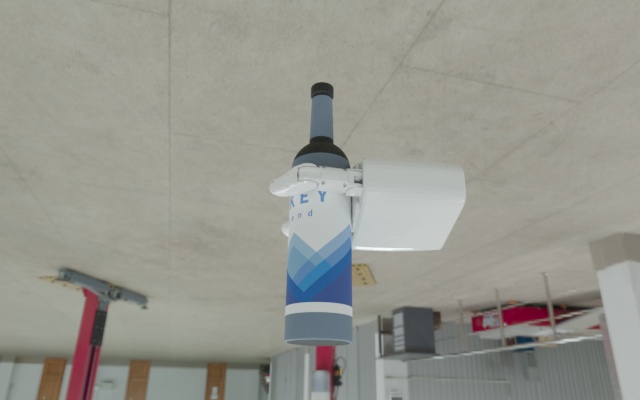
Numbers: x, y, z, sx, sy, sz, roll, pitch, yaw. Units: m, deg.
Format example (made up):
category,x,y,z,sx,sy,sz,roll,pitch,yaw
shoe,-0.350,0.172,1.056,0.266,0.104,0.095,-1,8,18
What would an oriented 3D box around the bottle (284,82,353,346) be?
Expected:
category,x,y,z,sx,sy,sz,roll,pitch,yaw
bottle,0.000,0.002,0.518,0.069,0.295,0.069,1,-22,0
